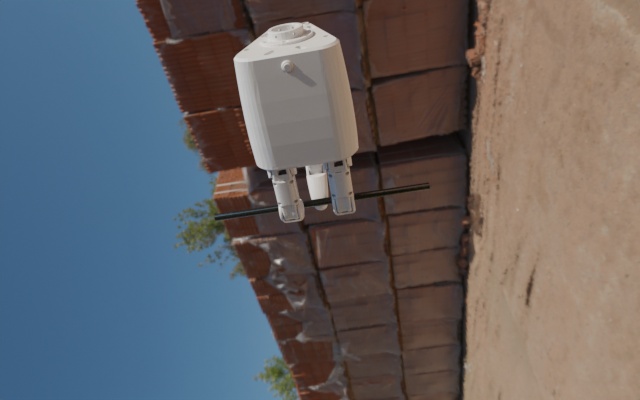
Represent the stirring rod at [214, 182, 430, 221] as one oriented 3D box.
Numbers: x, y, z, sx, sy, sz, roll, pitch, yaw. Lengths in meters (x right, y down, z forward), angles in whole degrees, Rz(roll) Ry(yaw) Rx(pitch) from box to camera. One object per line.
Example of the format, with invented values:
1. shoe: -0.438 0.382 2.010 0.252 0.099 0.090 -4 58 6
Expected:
1. stirring rod: 0.000 0.002 0.531 0.239 0.011 0.011 -8 -1 4
